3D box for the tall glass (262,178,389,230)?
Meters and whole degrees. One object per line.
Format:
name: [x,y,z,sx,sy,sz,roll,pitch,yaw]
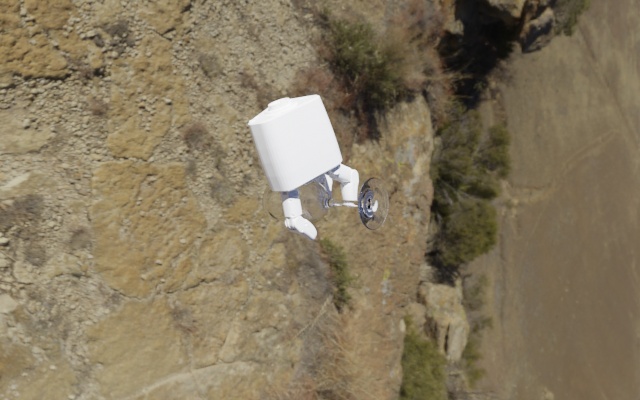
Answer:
tall glass: [0.001,0.003,0.737,0.201,0.079,0.079,1,1,41]
